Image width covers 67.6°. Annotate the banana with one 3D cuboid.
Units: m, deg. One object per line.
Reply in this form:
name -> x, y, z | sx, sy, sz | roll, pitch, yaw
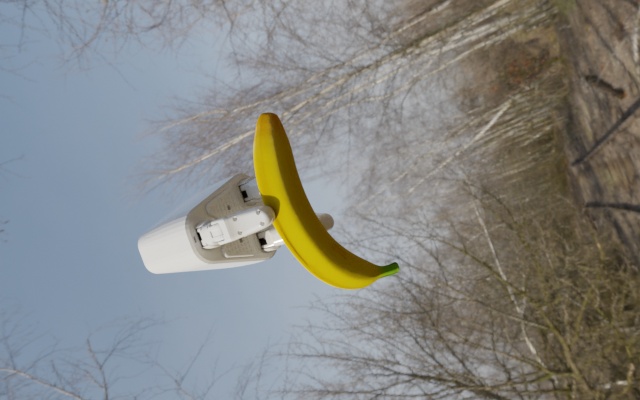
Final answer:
banana -> -0.009, 0.016, 0.429 | 0.069, 0.198, 0.037 | -49, 20, -28
